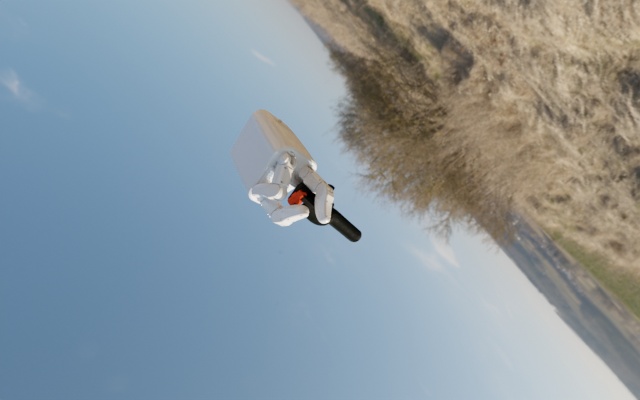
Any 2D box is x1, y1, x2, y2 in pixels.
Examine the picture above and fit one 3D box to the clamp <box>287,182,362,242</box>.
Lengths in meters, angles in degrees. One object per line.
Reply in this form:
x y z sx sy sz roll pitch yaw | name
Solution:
0.000 0.003 0.792 0.039 0.120 0.171 -42 -36 13 | clamp
